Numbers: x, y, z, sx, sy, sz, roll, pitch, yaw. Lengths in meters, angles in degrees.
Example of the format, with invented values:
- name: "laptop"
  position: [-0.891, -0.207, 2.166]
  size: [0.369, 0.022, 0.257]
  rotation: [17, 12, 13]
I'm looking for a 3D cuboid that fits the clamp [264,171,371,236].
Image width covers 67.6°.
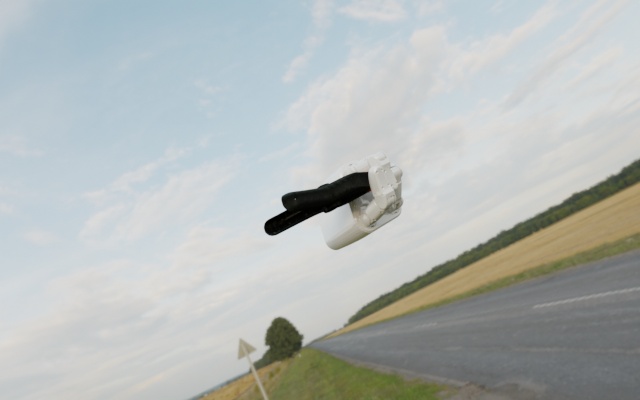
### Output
- name: "clamp"
  position: [0.000, 0.002, 0.663]
  size: [0.171, 0.039, 0.120]
  rotation: [-16, -10, -33]
